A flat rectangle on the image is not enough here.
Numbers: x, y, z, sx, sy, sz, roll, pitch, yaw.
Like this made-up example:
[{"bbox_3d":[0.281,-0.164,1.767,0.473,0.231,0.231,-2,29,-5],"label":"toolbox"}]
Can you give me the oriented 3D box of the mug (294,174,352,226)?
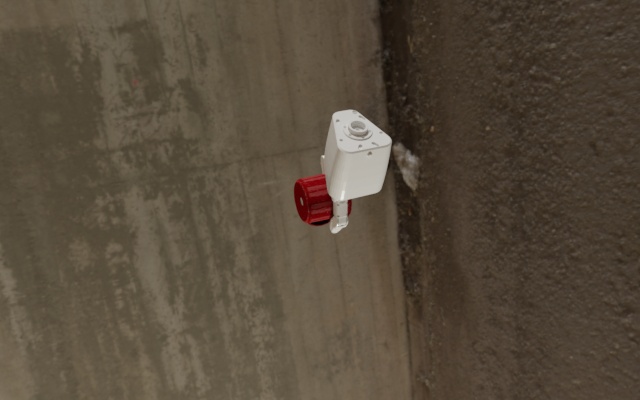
[{"bbox_3d":[0.000,0.004,0.879,0.081,0.117,0.093,-12,48,-19],"label":"mug"}]
